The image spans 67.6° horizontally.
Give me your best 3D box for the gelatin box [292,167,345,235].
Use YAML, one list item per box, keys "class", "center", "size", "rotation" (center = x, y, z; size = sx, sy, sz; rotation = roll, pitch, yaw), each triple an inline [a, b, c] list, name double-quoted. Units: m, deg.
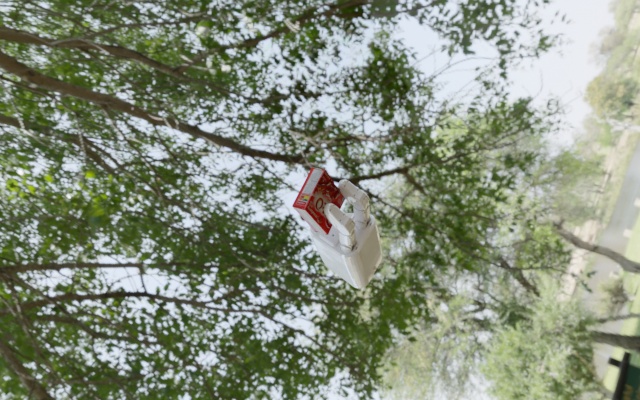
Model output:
- class: "gelatin box"
  center: [0.000, 0.002, 0.756]
  size: [0.030, 0.073, 0.089]
  rotation: [13, -24, 34]
